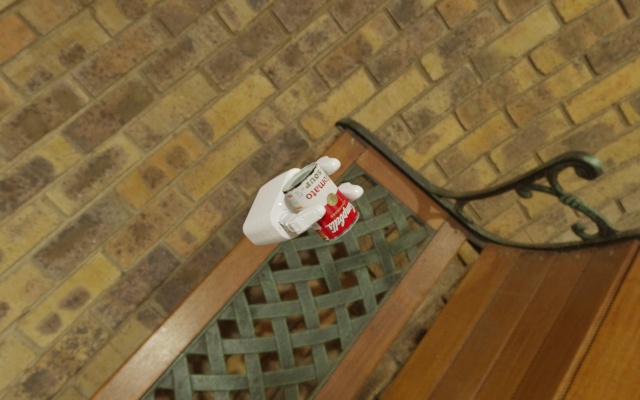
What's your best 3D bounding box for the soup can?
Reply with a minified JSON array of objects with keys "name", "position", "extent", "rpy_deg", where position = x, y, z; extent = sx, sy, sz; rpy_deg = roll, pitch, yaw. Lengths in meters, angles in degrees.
[{"name":"soup can","position":[0.000,0.002,0.709],"extent":[0.068,0.102,0.068],"rpy_deg":[-37,15,12]}]
